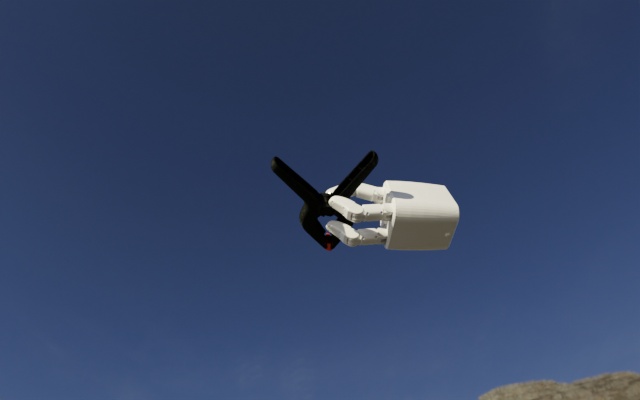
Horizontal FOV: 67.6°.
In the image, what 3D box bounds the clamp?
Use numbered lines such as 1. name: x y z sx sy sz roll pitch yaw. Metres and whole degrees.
1. clamp: 0.000 0.002 0.789 0.164 0.210 0.036 2 42 -4
